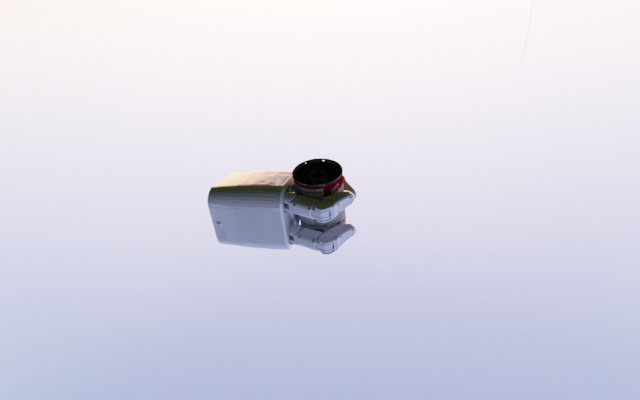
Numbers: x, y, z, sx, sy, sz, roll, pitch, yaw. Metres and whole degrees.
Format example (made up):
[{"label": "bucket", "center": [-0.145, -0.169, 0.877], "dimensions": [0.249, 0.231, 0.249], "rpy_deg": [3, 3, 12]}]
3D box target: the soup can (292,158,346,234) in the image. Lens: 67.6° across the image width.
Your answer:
[{"label": "soup can", "center": [0.001, 0.002, 0.663], "dimensions": [0.068, 0.102, 0.068], "rpy_deg": [-4, 35, 3]}]
